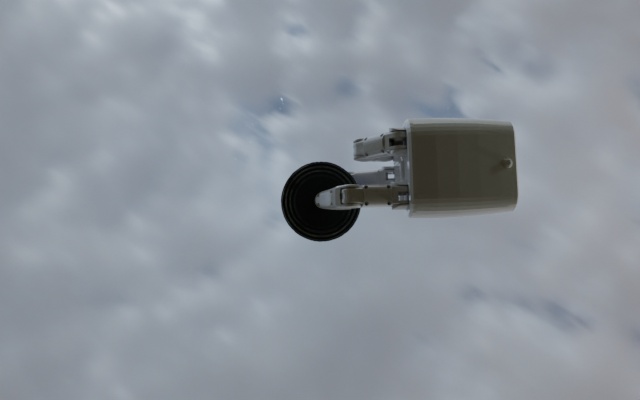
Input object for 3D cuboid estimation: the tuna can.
[{"bbox_3d":[0.000,0.002,0.524,0.086,0.086,0.034,0,-2,-2],"label":"tuna can"}]
